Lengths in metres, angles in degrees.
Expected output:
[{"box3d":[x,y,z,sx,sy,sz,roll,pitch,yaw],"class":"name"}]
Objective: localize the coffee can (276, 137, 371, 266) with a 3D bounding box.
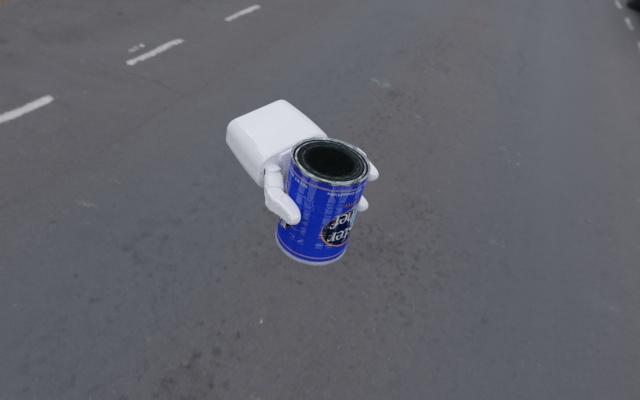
[{"box3d":[0.000,0.002,0.637,0.103,0.140,0.102,9,38,-7],"class":"coffee can"}]
